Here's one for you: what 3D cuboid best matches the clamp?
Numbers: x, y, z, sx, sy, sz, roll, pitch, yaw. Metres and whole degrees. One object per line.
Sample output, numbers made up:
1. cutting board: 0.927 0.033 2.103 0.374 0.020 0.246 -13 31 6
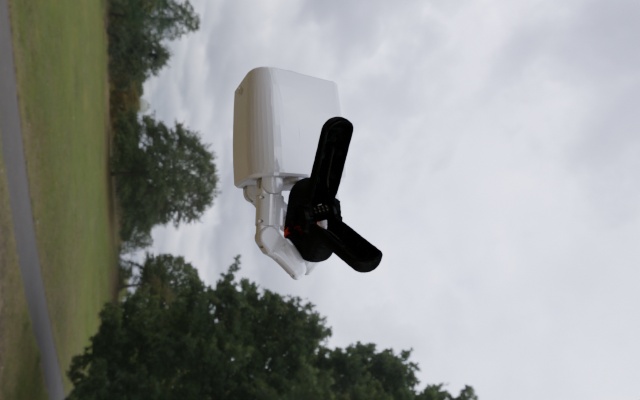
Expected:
1. clamp: 0.001 0.001 0.420 0.039 0.120 0.171 -1 -6 -23
